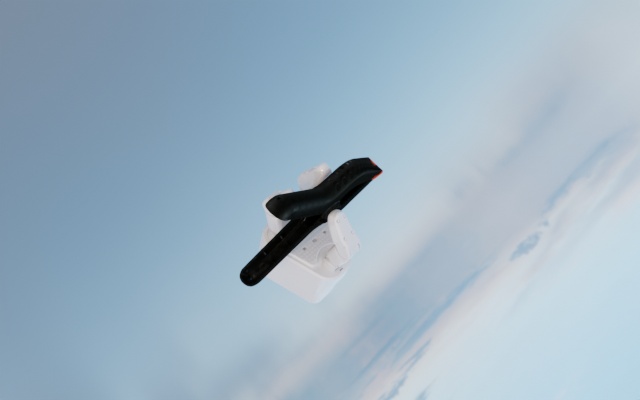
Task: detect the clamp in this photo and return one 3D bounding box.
[{"bbox_3d":[0.001,0.002,0.531,0.210,0.036,0.165,-38,-14,-28],"label":"clamp"}]
